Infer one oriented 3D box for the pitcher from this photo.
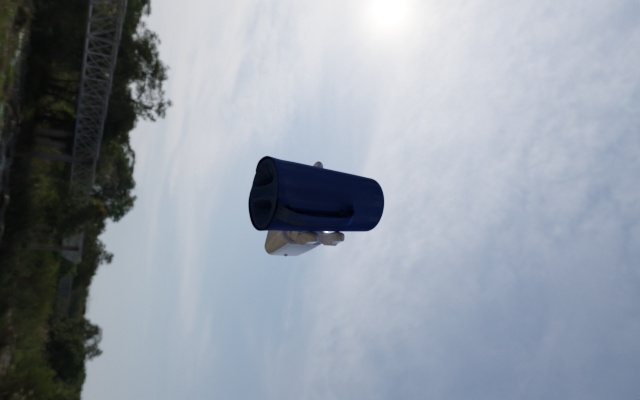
[{"bbox_3d":[0.000,0.003,0.888,0.243,0.149,0.145,6,-25,-29],"label":"pitcher"}]
